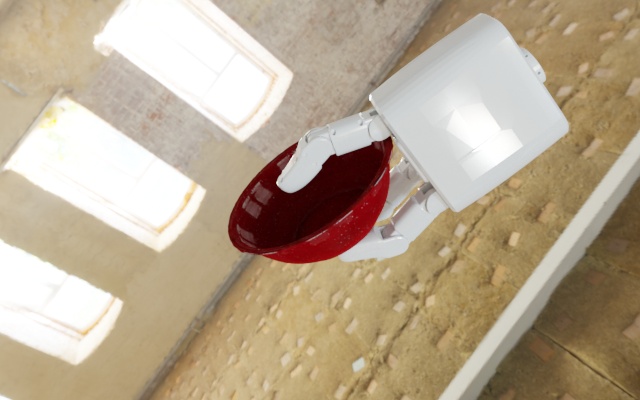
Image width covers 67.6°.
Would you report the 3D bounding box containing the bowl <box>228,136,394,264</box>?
[{"bbox_3d":[-0.001,0.002,0.418,0.162,0.055,0.162,-25,32,17],"label":"bowl"}]
